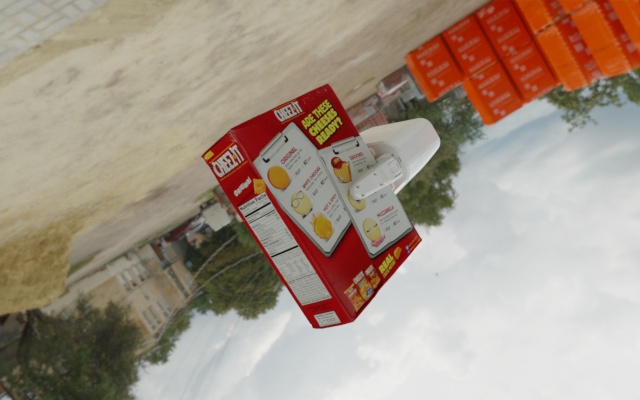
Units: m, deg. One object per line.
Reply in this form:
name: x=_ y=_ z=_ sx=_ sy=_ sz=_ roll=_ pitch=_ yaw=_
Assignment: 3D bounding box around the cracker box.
cracker box: x=0.000 y=0.002 z=0.513 sx=0.072 sy=0.214 sz=0.164 roll=-27 pitch=7 yaw=44
